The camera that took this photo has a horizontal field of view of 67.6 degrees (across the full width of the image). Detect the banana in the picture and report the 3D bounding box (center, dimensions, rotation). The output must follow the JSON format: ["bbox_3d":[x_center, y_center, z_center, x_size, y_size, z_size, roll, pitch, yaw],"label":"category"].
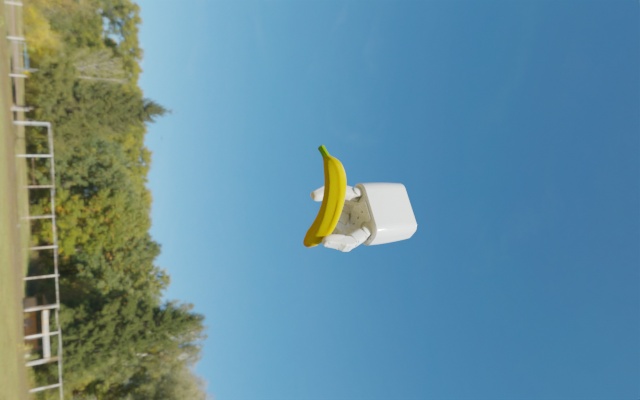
[{"bbox_3d":[0.010,0.008,0.824,0.037,0.198,0.069,-5,29,-32],"label":"banana"}]
